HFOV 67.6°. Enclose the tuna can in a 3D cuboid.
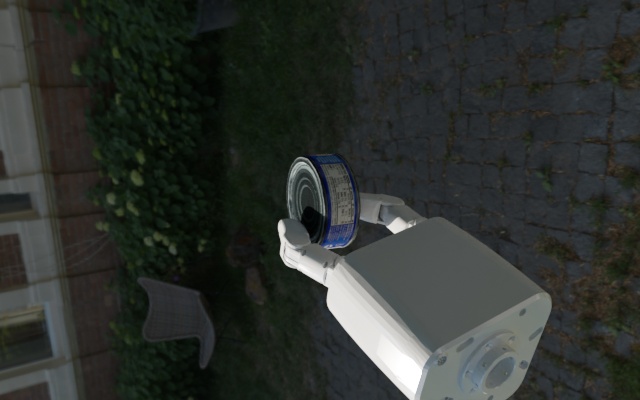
[{"bbox_3d":[0.000,0.001,0.424,0.034,0.086,0.086,-6,2,-25],"label":"tuna can"}]
